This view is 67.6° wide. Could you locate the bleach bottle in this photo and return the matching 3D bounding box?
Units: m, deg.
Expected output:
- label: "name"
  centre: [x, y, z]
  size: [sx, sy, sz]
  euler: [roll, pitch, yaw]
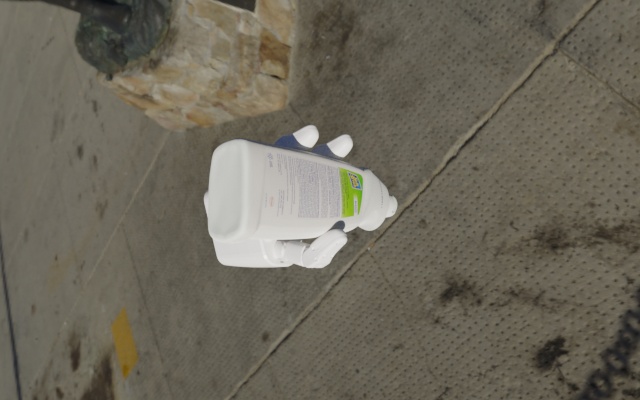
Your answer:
- label: "bleach bottle"
  centre: [0.000, 0.002, 0.533]
  size: [0.251, 0.102, 0.068]
  euler: [9, -12, -44]
